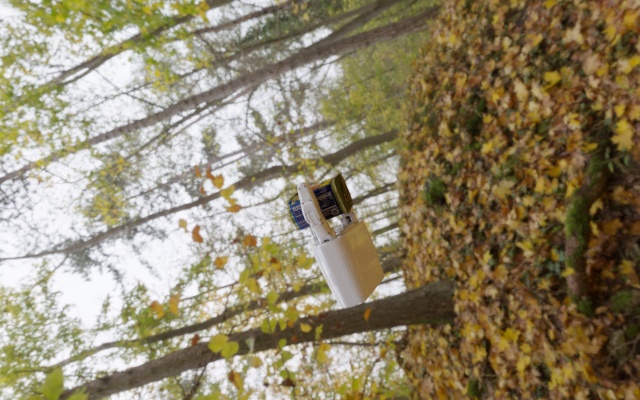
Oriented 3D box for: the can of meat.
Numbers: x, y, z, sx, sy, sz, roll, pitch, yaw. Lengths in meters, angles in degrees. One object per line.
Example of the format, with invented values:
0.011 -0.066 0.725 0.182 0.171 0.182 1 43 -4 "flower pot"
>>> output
0.000 0.003 0.755 0.084 0.057 0.102 -22 7 13 "can of meat"
